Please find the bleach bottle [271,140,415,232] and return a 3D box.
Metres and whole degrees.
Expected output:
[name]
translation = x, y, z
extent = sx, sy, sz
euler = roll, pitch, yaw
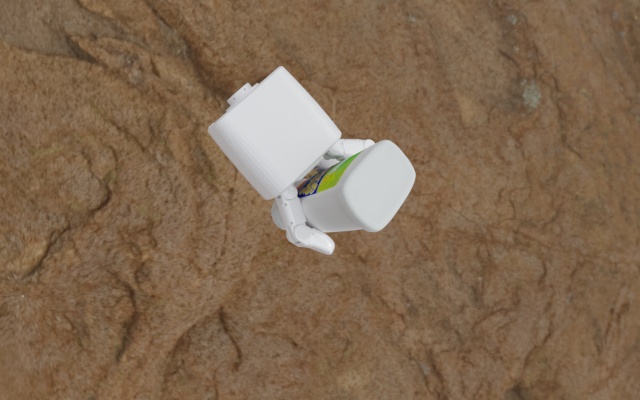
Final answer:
[bleach bottle]
translation = 0.000, 0.002, 0.593
extent = 0.102, 0.068, 0.251
euler = -49, 17, -29
